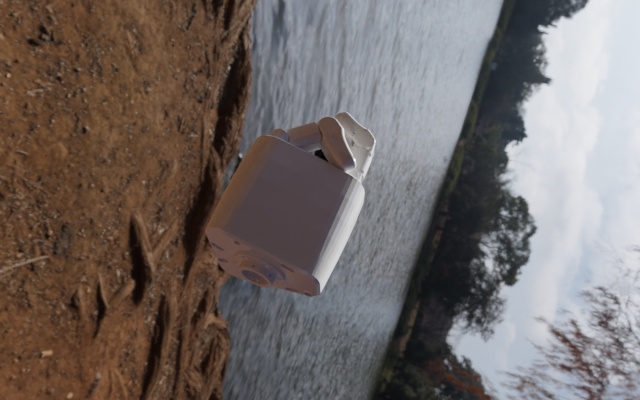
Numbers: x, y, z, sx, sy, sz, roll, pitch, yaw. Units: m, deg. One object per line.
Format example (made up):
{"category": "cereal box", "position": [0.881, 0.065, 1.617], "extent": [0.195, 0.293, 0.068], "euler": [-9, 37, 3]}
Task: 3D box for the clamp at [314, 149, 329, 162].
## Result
{"category": "clamp", "position": [0.001, 0.002, 0.539], "extent": [0.039, 0.120, 0.172], "euler": [18, -31, 13]}
